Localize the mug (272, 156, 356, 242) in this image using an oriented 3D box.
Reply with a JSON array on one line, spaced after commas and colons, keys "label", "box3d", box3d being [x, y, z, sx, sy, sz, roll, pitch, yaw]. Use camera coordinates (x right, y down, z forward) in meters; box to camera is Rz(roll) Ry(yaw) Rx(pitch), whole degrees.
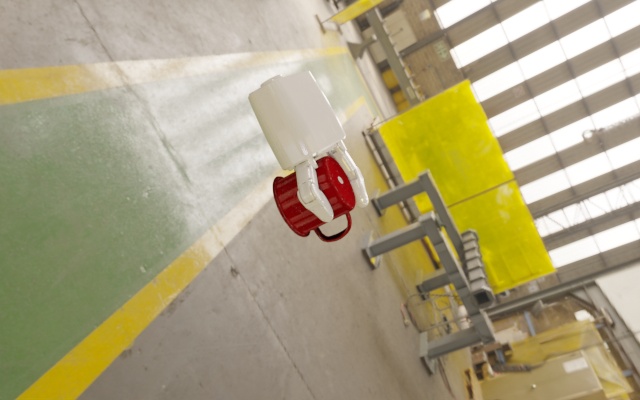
[{"label": "mug", "box3d": [0.001, 0.003, 0.647, 0.081, 0.117, 0.093, -26, 7, 19]}]
